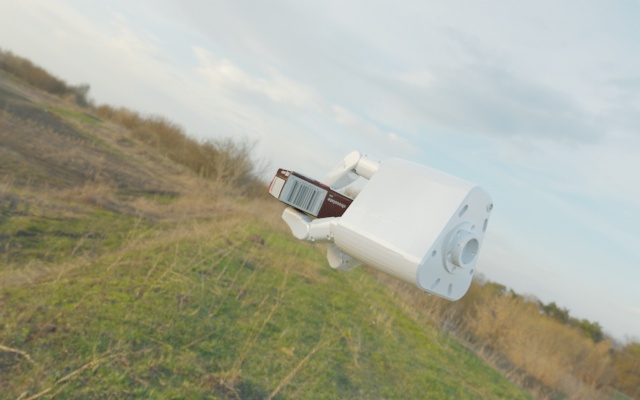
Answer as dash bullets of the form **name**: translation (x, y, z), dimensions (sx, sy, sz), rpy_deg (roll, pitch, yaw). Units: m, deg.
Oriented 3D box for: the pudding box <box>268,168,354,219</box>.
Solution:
- **pudding box**: translation (0.000, 0.002, 0.560), dimensions (0.113, 0.039, 0.090), rpy_deg (27, -1, -15)
